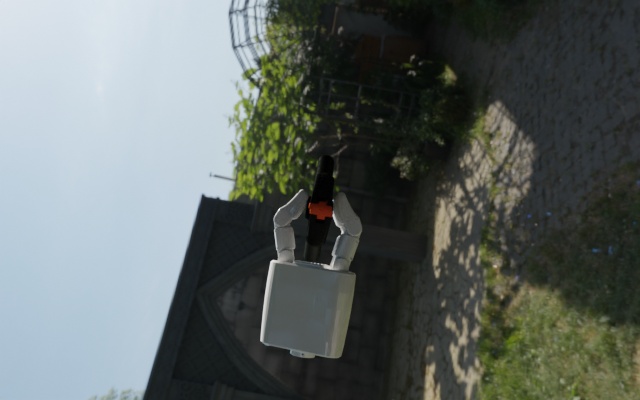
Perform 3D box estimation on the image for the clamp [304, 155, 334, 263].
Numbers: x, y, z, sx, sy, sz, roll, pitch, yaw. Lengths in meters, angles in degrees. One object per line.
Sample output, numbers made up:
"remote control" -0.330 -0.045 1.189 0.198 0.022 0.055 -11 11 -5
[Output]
"clamp" -0.001 0.002 0.646 0.036 0.164 0.210 8 -7 -1
